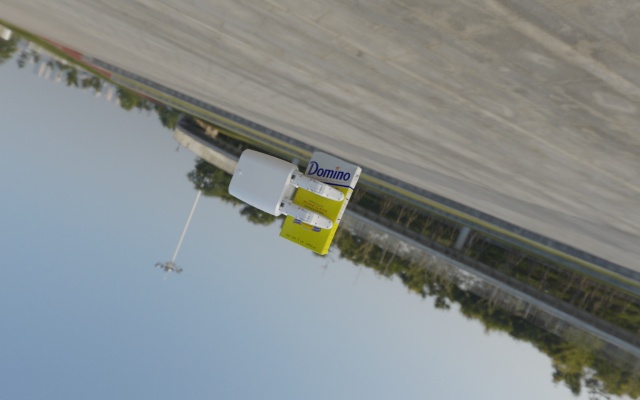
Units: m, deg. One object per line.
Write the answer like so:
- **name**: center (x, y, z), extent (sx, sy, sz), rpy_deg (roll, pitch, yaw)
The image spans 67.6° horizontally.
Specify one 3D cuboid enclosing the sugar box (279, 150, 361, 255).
- **sugar box**: center (0.000, 0.003, 0.893), extent (0.093, 0.176, 0.048), rpy_deg (22, 3, 14)
